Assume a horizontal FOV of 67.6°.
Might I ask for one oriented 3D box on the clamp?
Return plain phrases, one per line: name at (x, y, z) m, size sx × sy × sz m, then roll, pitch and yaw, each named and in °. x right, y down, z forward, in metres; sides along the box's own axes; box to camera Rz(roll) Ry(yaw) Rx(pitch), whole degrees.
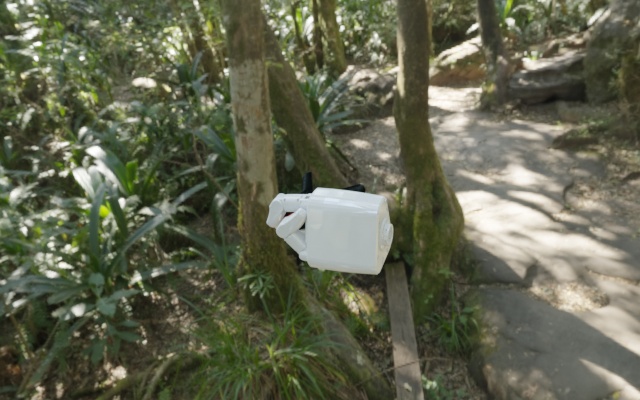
clamp at (0.000, 0.002, 0.795) m, size 0.120 × 0.039 × 0.171 m, roll 5°, pitch 32°, yaw 21°
